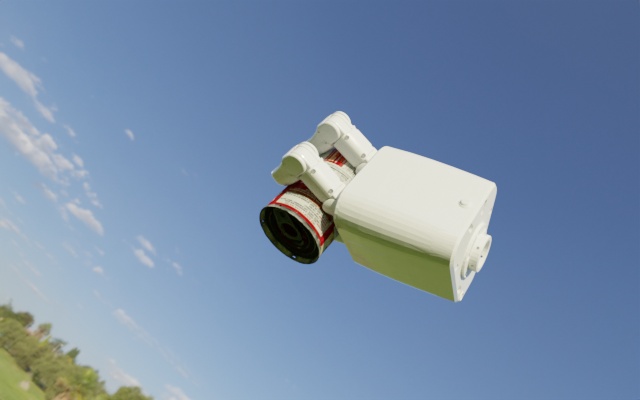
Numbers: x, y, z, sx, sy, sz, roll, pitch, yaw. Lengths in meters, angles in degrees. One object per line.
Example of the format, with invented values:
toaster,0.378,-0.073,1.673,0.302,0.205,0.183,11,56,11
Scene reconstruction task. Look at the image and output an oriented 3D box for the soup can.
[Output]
soup can,0.000,0.001,0.455,0.068,0.068,0.102,0,37,46
